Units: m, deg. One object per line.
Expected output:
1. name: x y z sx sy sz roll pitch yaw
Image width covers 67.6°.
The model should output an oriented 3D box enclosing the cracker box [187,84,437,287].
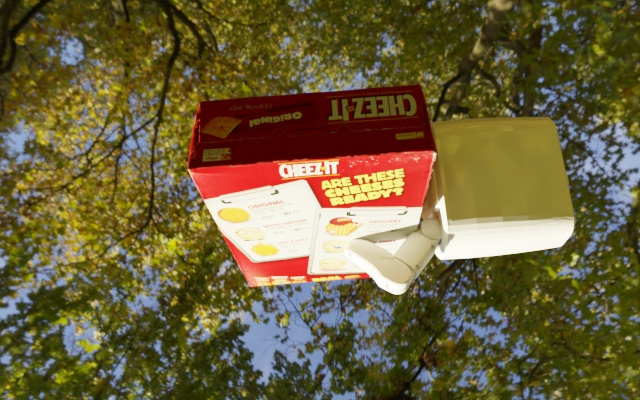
1. cracker box: 0.000 0.002 0.413 0.164 0.072 0.214 -4 -31 2
